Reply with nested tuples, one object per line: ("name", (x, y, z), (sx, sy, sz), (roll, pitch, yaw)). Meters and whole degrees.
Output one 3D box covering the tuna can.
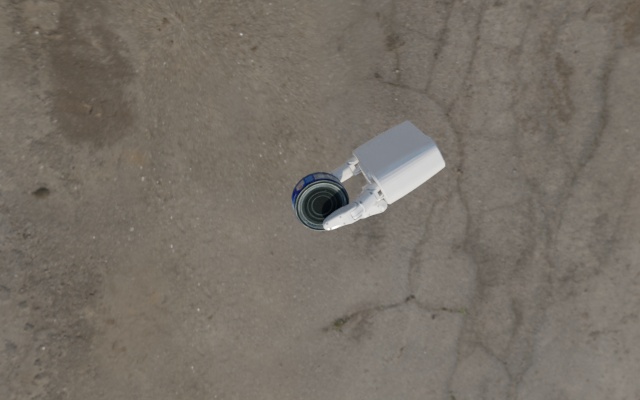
("tuna can", (0.000, 0.003, 0.726), (0.086, 0.086, 0.033), (0, 23, -11))
